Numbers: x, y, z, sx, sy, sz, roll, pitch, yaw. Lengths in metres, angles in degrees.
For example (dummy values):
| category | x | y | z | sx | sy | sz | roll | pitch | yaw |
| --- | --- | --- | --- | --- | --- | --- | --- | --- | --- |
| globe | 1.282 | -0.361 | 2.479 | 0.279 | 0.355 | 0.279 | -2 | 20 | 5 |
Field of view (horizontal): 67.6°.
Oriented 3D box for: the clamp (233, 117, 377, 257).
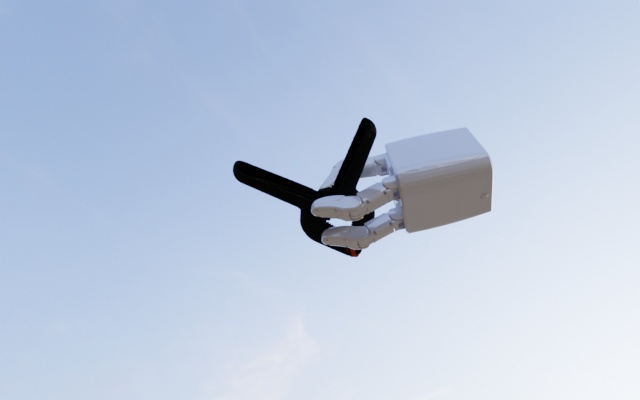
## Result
| category | x | y | z | sx | sy | sz | roll | pitch | yaw |
| --- | --- | --- | --- | --- | --- | --- | --- | --- | --- |
| clamp | 0.000 | 0.002 | 0.579 | 0.164 | 0.036 | 0.210 | -12 | -44 | 7 |
